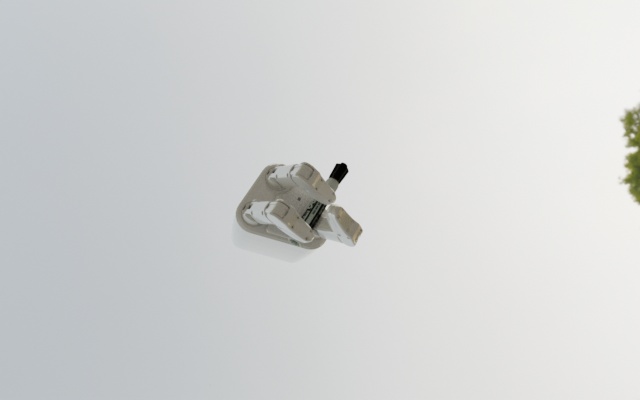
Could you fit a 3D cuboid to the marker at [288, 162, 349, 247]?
[{"bbox_3d":[0.000,0.002,0.567,0.020,0.121,0.020,26,-25,13],"label":"marker"}]
